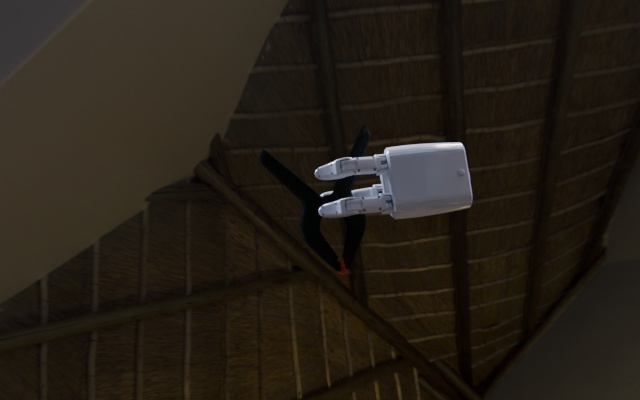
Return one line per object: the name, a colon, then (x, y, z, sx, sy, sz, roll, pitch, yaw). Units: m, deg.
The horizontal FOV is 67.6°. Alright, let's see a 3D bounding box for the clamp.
clamp: (0.000, 0.003, 0.685, 0.164, 0.210, 0.036, -6, -11, 2)
